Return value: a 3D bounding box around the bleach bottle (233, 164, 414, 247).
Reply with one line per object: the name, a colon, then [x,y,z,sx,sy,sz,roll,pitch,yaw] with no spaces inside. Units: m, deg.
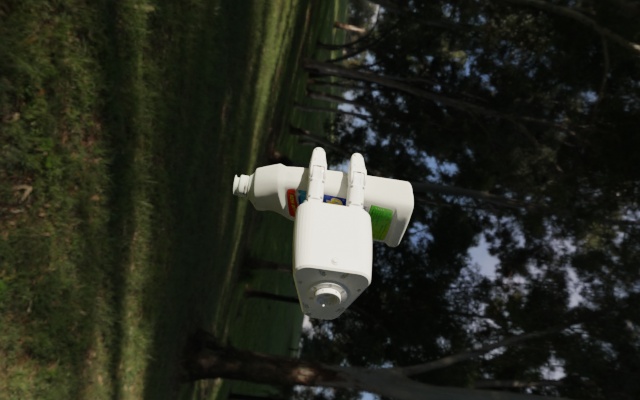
bleach bottle: [0.000,0.002,0.693,0.251,0.103,0.068,8,43,-5]
